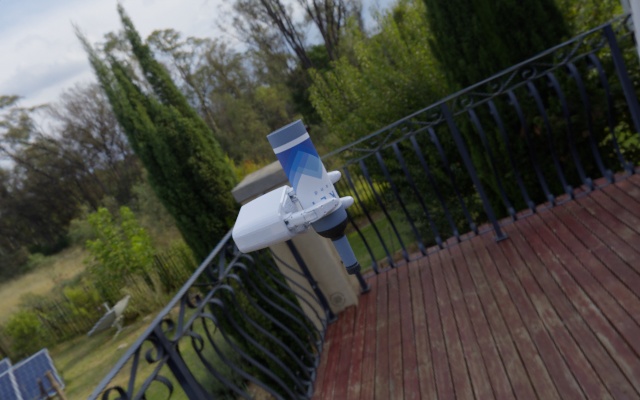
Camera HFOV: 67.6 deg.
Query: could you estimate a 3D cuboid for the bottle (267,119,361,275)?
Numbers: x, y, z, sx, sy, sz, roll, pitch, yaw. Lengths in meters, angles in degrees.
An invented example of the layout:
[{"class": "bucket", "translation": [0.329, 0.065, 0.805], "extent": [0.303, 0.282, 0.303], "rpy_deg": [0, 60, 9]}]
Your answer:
[{"class": "bottle", "translation": [0.000, 0.003, 0.858], "extent": [0.069, 0.296, 0.069], "rpy_deg": [-25, 13, 6]}]
